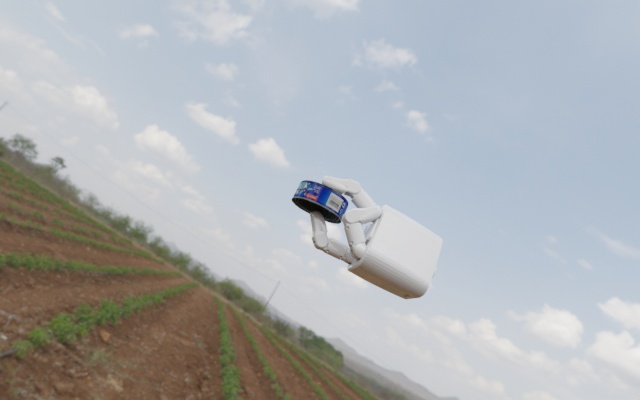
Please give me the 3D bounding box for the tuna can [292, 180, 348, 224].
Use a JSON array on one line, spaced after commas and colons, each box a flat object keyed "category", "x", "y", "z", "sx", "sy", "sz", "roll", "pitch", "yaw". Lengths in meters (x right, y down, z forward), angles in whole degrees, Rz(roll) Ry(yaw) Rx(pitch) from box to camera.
[{"category": "tuna can", "x": 0.000, "y": 0.002, "z": 0.750, "sx": 0.086, "sy": 0.033, "sz": 0.086, "roll": 24, "pitch": -14, "yaw": 6}]
